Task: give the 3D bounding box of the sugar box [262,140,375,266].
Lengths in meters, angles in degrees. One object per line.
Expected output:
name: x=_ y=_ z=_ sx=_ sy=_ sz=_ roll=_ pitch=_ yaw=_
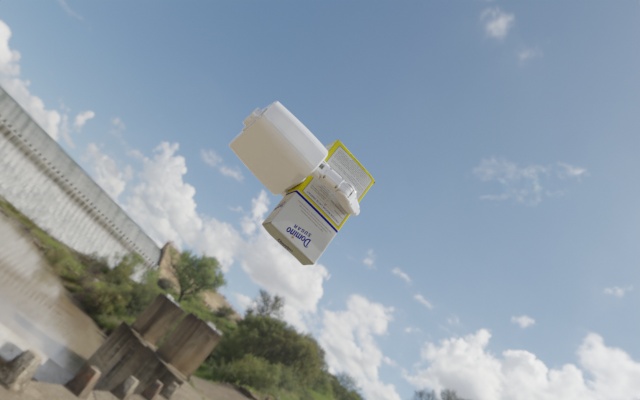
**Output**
sugar box: x=0.000 y=0.002 z=0.723 sx=0.093 sy=0.176 sz=0.048 roll=46 pitch=-24 yaw=-14
